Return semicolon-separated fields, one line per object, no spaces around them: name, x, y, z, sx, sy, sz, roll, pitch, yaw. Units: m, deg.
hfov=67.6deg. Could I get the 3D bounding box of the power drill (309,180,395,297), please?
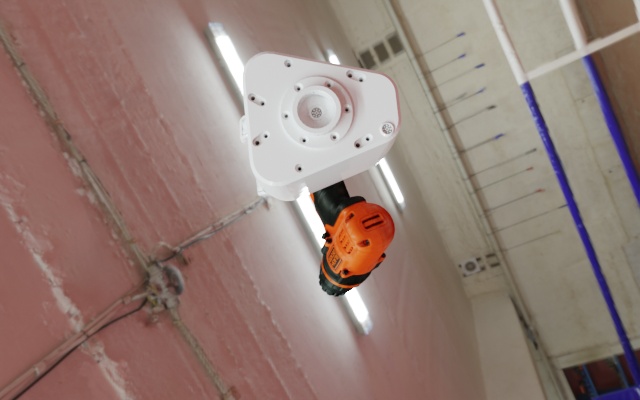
power drill;0.000;0.001;0.502;0.057;0.187;0.184;-22;-20;-21
